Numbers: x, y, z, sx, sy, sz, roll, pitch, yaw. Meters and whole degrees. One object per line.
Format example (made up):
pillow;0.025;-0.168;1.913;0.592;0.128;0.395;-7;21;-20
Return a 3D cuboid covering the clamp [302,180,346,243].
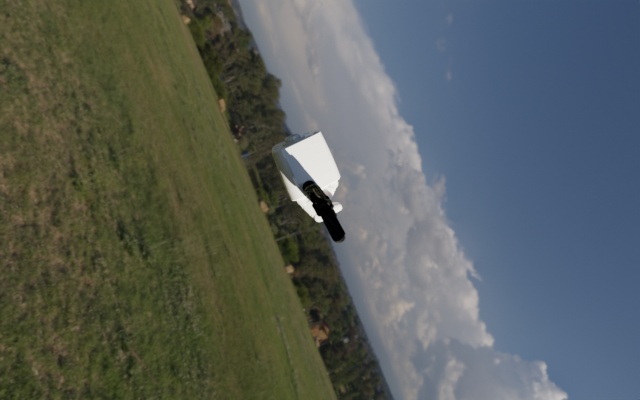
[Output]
clamp;0.001;0.003;0.878;0.039;0.120;0.171;-26;16;-1
